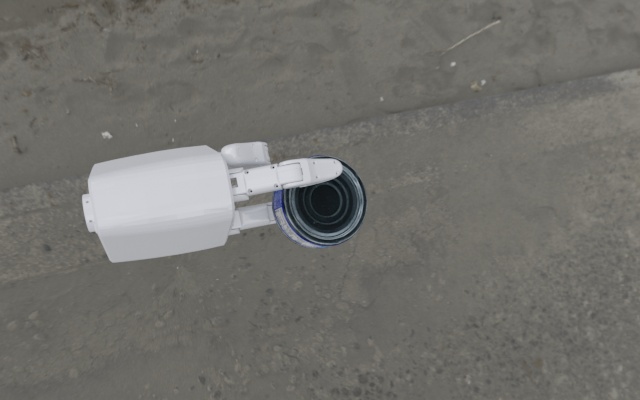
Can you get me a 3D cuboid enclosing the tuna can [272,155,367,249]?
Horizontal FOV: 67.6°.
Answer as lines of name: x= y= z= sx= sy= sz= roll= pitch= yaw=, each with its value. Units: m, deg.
tuna can: x=0.000 y=0.001 z=0.447 sx=0.086 sy=0.086 sz=0.034 roll=0 pitch=-9 yaw=-22
